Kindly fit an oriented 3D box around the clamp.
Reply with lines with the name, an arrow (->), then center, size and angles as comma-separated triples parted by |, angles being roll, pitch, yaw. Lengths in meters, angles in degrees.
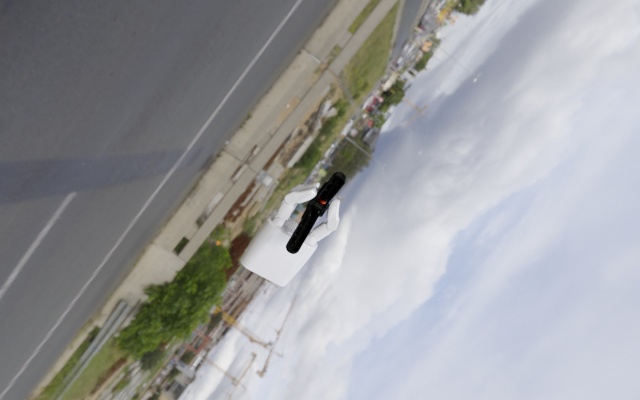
clamp -> 0.001, 0.003, 0.897 | 0.036, 0.164, 0.210 | 35, 14, -3
